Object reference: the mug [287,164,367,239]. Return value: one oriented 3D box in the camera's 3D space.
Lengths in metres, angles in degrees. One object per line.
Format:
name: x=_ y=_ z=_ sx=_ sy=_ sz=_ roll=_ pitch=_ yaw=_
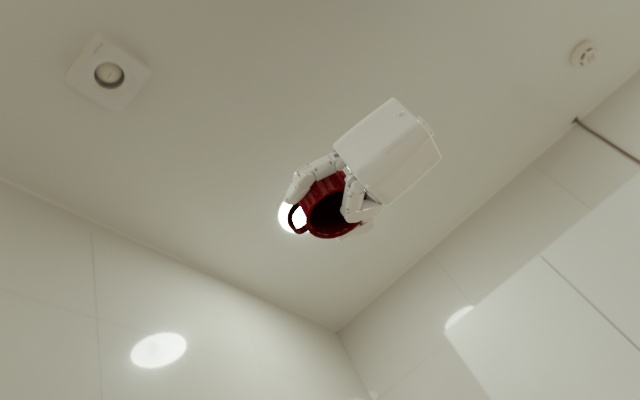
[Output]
mug: x=-0.001 y=0.003 z=0.695 sx=0.093 sy=0.117 sz=0.081 roll=42 pitch=13 yaw=-44
